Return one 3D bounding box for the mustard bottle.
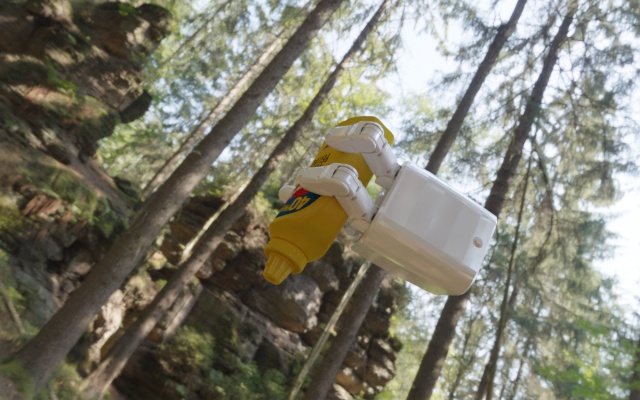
[{"bbox_3d":[0.000,0.001,0.480,0.058,0.191,0.096,43,-30,-20],"label":"mustard bottle"}]
